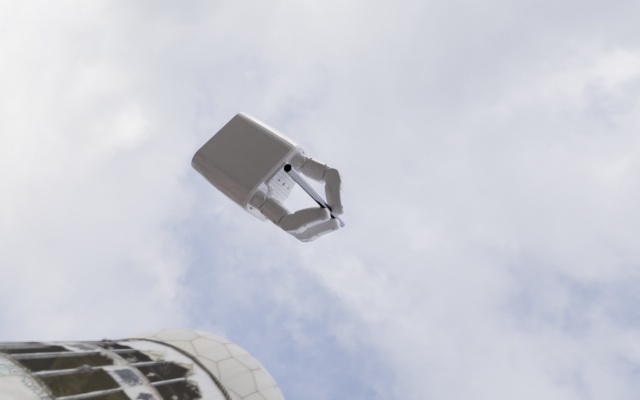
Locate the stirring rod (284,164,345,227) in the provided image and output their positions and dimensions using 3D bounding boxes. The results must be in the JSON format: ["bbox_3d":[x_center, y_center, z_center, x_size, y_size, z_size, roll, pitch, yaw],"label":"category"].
[{"bbox_3d":[0.000,0.002,0.550,0.011,0.011,0.239,0,-15,15],"label":"stirring rod"}]
